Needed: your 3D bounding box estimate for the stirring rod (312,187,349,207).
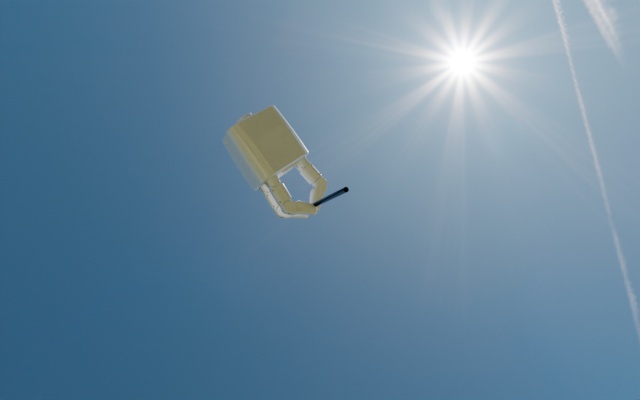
[{"bbox_3d":[0.000,0.002,0.775,0.011,0.011,0.239,0,-8,-17],"label":"stirring rod"}]
